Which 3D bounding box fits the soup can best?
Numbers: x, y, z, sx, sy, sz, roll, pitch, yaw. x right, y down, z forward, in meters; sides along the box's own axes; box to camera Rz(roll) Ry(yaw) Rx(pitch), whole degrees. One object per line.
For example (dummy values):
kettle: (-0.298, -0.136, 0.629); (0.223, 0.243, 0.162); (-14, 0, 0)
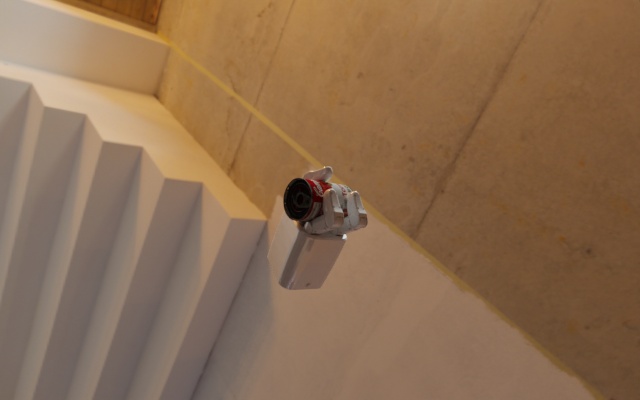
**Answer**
soup can: (0.000, 0.002, 0.777); (0.102, 0.068, 0.068); (7, -5, -43)
